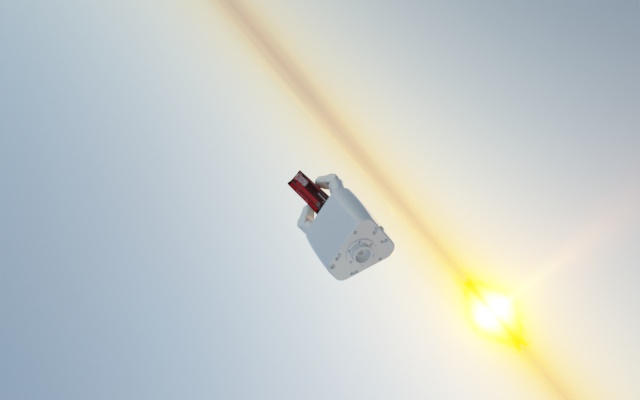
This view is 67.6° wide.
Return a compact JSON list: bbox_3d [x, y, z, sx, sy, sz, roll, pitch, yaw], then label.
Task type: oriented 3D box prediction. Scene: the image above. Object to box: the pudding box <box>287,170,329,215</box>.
[{"bbox_3d":[0.000,0.003,0.857,0.090,0.039,0.113,46,1,30],"label":"pudding box"}]
